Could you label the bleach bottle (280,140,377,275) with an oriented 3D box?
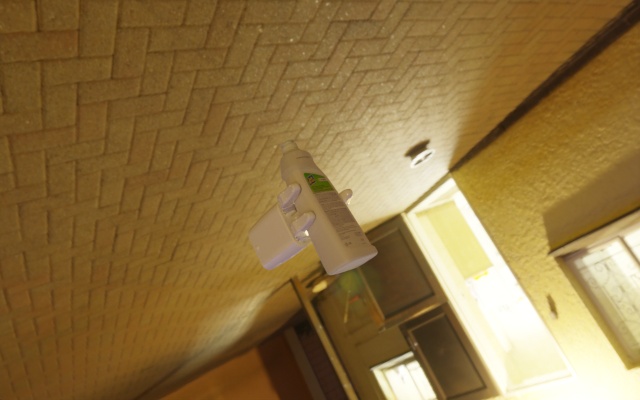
[{"bbox_3d":[0.000,0.003,0.843,0.068,0.250,0.102,-39,-20,34],"label":"bleach bottle"}]
